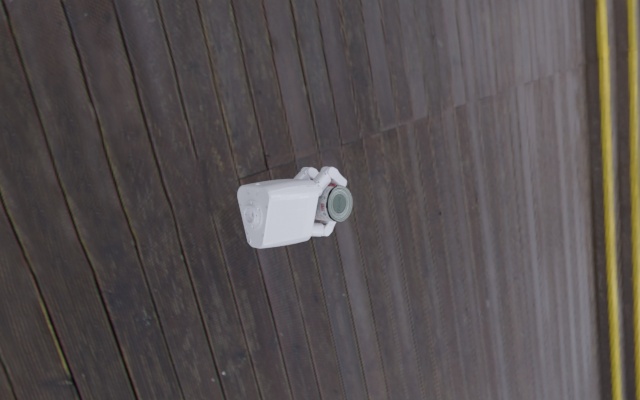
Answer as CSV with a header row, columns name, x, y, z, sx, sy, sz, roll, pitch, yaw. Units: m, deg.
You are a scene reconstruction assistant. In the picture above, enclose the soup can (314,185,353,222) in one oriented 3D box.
name,x,y,z,sx,sy,sz,roll,pitch,yaw
soup can,0.001,0.003,0.883,0.068,0.068,0.102,0,3,-45
